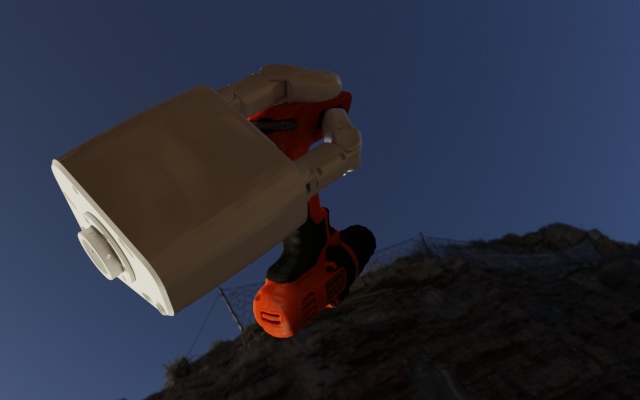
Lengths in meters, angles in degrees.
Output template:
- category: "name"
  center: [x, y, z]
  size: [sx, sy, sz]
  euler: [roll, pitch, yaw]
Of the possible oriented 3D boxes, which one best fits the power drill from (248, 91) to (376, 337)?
- category: "power drill"
  center: [0.000, 0.001, 0.426]
  size: [0.057, 0.188, 0.184]
  euler: [2, 18, 28]
